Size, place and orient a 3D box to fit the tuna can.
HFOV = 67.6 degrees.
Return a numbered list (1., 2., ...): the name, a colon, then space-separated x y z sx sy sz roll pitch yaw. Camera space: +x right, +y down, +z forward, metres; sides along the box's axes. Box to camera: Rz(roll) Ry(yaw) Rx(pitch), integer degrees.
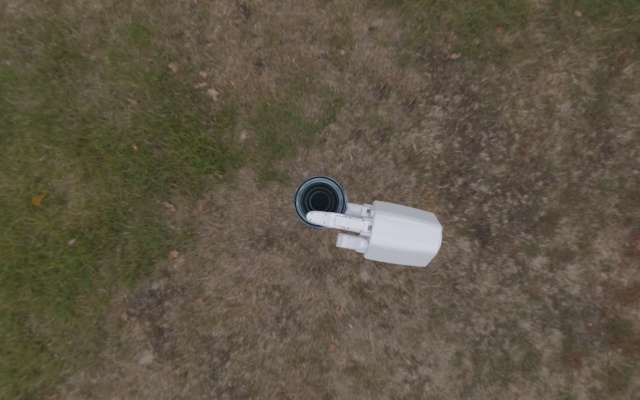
1. tuna can: 0.000 0.002 0.760 0.086 0.086 0.034 0 -3 6
